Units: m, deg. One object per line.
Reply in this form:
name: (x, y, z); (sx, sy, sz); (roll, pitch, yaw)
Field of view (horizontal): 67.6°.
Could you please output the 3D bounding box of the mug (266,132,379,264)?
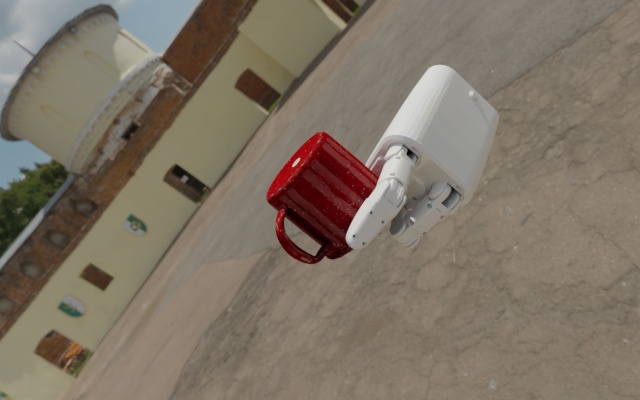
mug: (-0.001, 0.002, 0.426); (0.081, 0.117, 0.093); (39, -30, -14)
